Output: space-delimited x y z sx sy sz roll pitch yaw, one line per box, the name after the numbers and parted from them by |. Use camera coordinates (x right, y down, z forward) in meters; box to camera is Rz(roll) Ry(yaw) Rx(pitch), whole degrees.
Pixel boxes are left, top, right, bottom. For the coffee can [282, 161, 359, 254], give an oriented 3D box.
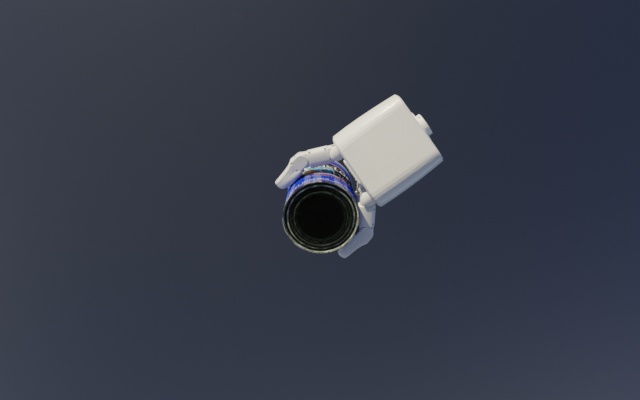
0.000 0.002 0.695 0.103 0.103 0.140 0 18 0 | coffee can
